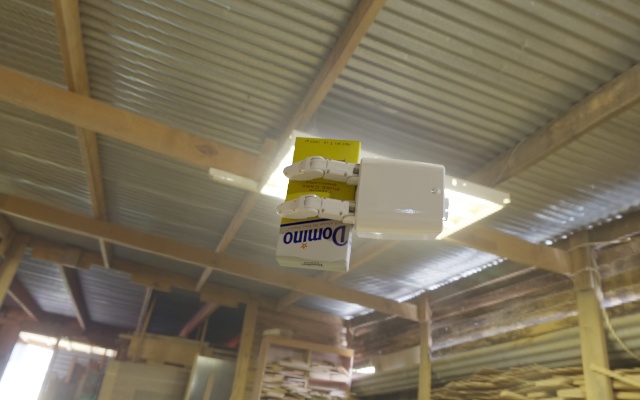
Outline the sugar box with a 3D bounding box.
[{"bbox_3d":[0.000,0.002,0.635,0.093,0.176,0.048,4,-27,8],"label":"sugar box"}]
